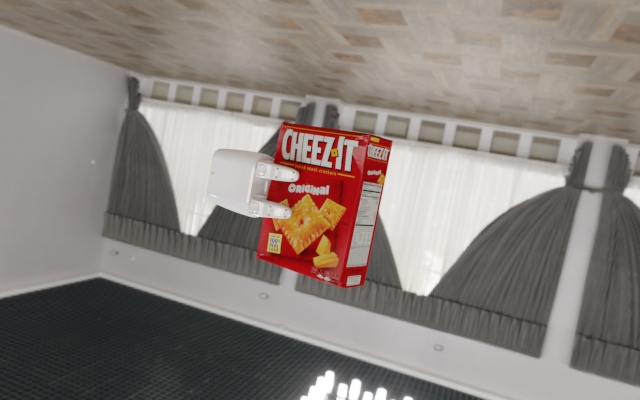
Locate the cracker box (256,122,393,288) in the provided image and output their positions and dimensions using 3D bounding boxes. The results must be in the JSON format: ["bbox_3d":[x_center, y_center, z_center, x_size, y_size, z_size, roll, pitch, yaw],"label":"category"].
[{"bbox_3d":[0.000,0.002,0.699,0.164,0.214,0.072,14,6,36],"label":"cracker box"}]
